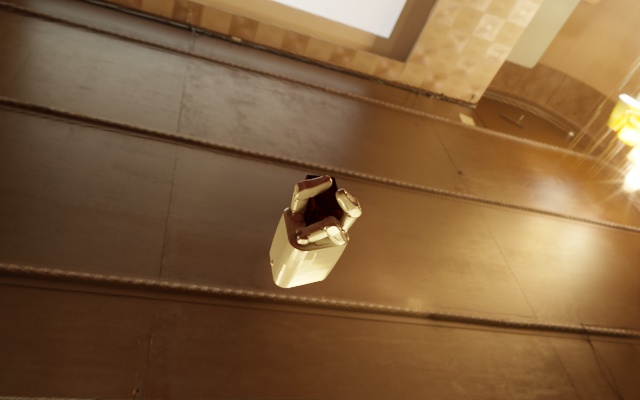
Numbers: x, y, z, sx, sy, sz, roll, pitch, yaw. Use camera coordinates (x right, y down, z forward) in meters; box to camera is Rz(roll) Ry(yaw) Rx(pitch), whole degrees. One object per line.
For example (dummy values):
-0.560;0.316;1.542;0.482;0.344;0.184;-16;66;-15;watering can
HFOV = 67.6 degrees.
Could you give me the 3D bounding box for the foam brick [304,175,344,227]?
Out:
0.000;0.002;0.793;0.053;0.051;0.078;6;42;-21;foam brick
